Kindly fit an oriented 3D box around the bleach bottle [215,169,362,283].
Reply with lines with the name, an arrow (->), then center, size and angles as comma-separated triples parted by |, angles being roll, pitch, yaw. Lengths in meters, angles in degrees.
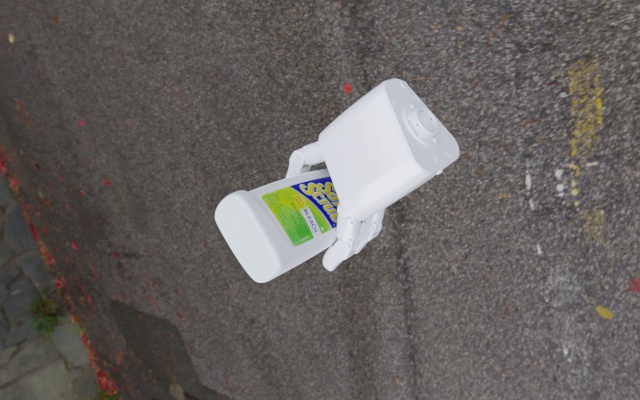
bleach bottle -> 0.000, 0.002, 0.583 | 0.250, 0.102, 0.068 | -28, -6, -45
